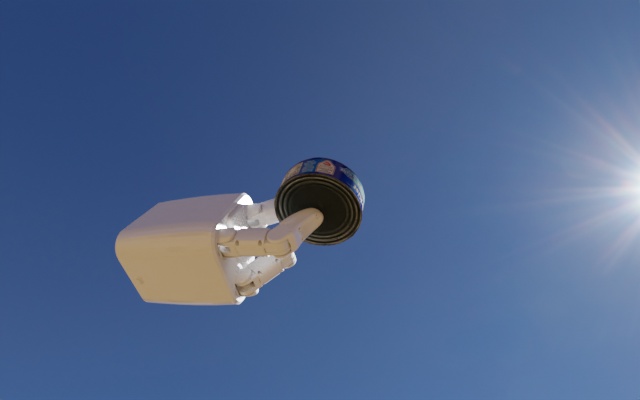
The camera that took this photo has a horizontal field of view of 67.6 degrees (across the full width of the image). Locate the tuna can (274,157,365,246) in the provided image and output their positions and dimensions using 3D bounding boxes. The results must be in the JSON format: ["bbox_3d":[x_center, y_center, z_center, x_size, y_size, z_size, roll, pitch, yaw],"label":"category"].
[{"bbox_3d":[0.000,0.001,0.469,0.086,0.086,0.033,0,36,14],"label":"tuna can"}]
